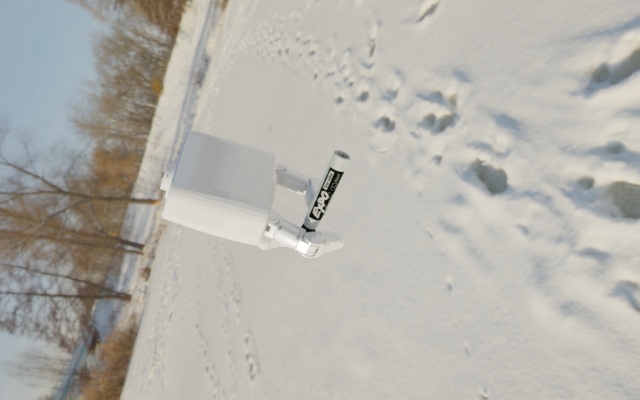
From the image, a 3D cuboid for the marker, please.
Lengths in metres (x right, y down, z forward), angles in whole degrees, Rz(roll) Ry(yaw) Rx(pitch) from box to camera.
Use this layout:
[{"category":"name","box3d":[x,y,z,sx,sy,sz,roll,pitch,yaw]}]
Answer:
[{"category":"marker","box3d":[0.000,0.002,0.517,0.020,0.121,0.020,19,28,-11]}]
